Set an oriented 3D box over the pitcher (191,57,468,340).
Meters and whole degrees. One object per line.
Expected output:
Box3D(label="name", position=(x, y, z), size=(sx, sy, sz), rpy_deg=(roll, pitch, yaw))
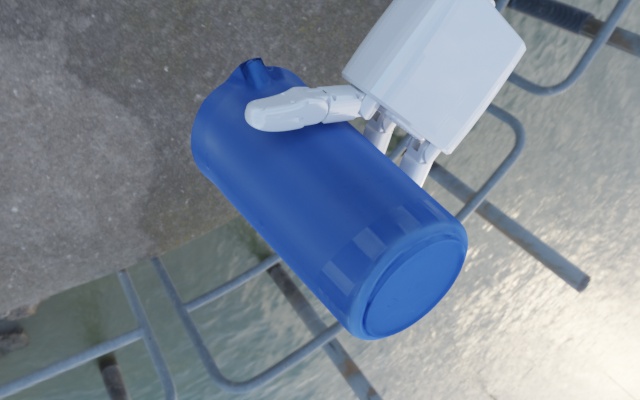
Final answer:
Box3D(label="pitcher", position=(0.000, 0.001, 0.406), size=(0.149, 0.145, 0.242), rpy_deg=(21, 19, -49))
